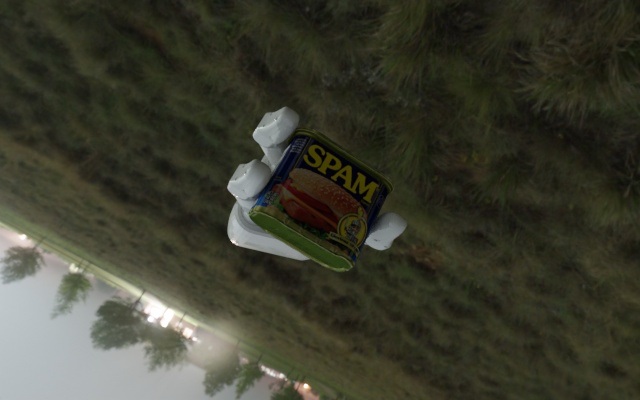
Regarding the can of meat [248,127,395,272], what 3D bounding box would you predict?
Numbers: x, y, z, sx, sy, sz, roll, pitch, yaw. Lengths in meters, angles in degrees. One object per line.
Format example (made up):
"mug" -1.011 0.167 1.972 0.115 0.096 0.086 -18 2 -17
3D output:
"can of meat" 0.000 0.002 0.410 0.102 0.084 0.057 32 -21 -11
